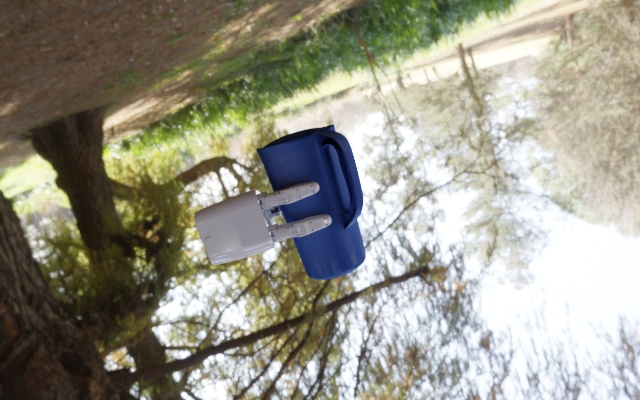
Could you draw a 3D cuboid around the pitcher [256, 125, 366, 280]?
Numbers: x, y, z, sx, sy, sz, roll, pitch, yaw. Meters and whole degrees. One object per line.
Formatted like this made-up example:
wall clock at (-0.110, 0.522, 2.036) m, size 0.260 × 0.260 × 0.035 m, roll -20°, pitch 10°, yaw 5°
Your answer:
pitcher at (0.000, 0.003, 0.788) m, size 0.145 × 0.243 × 0.149 m, roll -18°, pitch 10°, yaw 2°
